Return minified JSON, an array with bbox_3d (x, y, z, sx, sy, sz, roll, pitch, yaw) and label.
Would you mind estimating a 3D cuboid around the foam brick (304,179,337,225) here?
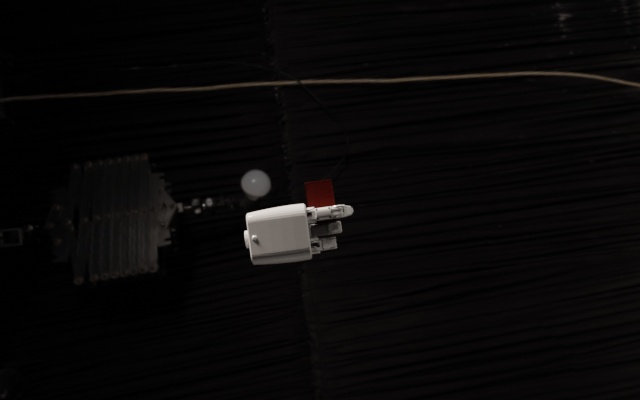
[{"bbox_3d":[0.000,0.003,0.880,0.051,0.078,0.053,-8,-3,0],"label":"foam brick"}]
